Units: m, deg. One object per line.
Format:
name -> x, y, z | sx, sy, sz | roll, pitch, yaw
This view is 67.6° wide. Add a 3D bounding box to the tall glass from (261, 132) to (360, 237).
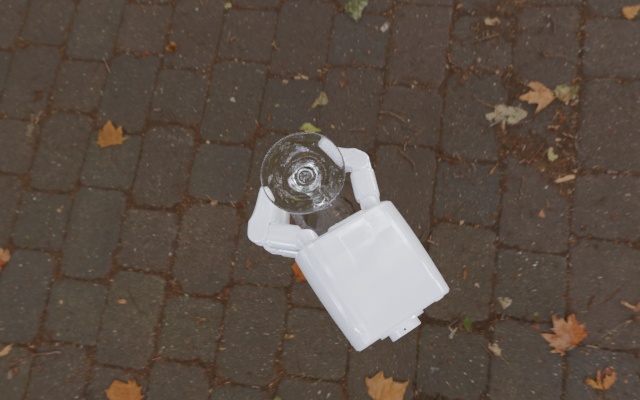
tall glass -> 0.000, 0.001, 0.503 | 0.079, 0.079, 0.201 | 0, -15, 9
